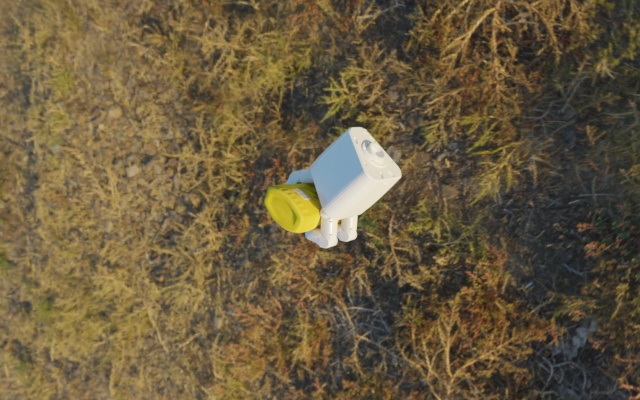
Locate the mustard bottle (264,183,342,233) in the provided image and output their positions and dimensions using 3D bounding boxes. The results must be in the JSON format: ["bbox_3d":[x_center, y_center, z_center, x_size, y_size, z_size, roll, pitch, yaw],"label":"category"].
[{"bbox_3d":[0.000,0.003,0.840,0.096,0.058,0.191,38,31,31],"label":"mustard bottle"}]
